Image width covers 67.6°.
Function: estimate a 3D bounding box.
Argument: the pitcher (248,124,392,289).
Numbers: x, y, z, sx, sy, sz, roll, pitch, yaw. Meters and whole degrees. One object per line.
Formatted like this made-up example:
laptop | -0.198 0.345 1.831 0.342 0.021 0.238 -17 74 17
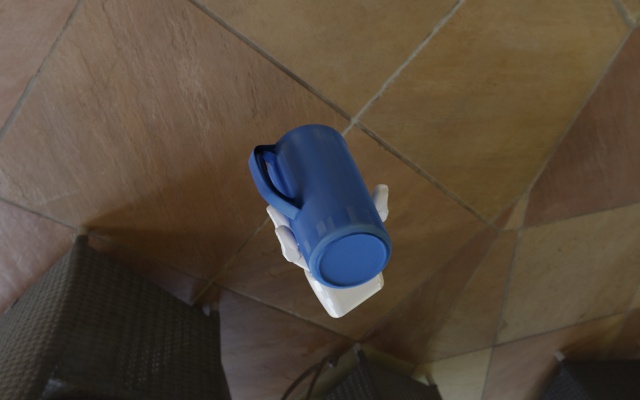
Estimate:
pitcher | 0.000 0.002 0.670 0.149 0.145 0.242 -23 39 0
